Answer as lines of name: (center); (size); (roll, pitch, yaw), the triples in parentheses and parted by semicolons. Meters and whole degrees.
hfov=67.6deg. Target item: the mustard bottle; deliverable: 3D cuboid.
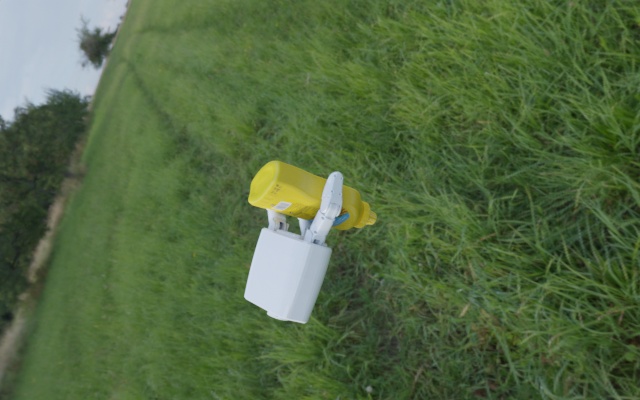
mustard bottle: (0.000, 0.002, 0.693); (0.192, 0.058, 0.096); (19, -28, -26)
